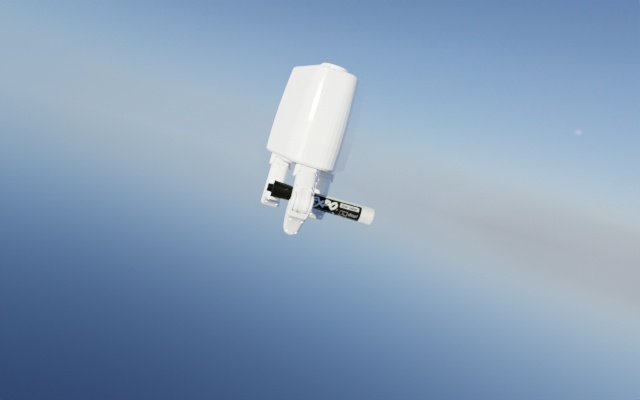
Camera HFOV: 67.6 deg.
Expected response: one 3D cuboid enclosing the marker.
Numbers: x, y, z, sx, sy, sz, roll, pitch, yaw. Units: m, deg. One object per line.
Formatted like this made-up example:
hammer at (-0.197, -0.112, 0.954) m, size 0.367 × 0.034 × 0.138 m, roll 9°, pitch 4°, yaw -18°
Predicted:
marker at (0.000, 0.002, 0.523) m, size 0.121 × 0.020 × 0.020 m, roll 16°, pitch -3°, yaw -9°
